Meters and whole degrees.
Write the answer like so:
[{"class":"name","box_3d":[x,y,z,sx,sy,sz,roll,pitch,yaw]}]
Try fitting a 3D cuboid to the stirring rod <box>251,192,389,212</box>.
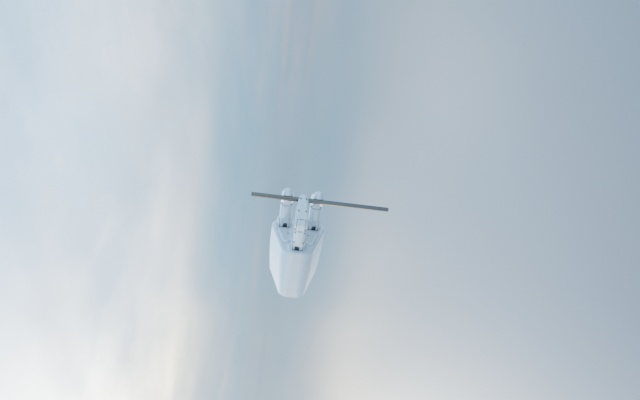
[{"class":"stirring rod","box_3d":[0.000,0.003,0.834,0.239,0.011,0.011,7,-1,-5]}]
